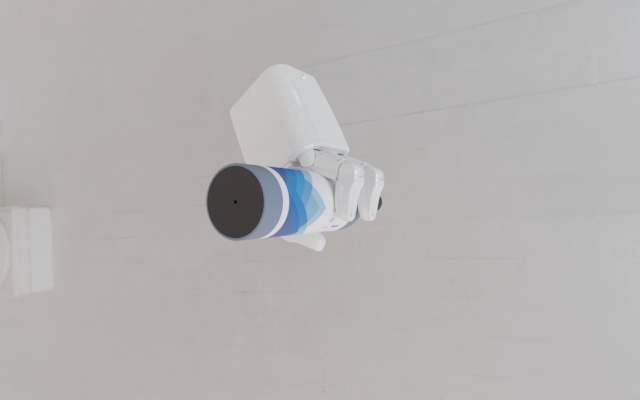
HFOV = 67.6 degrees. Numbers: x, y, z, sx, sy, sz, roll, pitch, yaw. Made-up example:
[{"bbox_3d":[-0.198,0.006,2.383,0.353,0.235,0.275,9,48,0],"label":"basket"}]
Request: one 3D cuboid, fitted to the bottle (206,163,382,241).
[{"bbox_3d":[0.000,0.002,0.532,0.069,0.069,0.296,0,0,30],"label":"bottle"}]
